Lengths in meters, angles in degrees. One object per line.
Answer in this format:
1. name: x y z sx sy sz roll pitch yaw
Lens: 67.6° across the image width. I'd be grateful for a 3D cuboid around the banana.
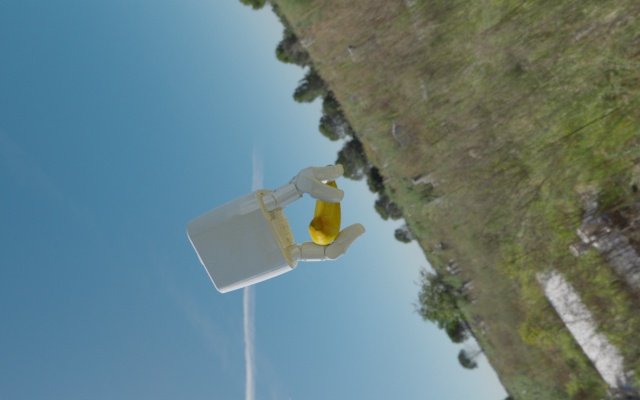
1. banana: 0.005 0.017 0.639 0.037 0.070 0.197 -13 23 9
